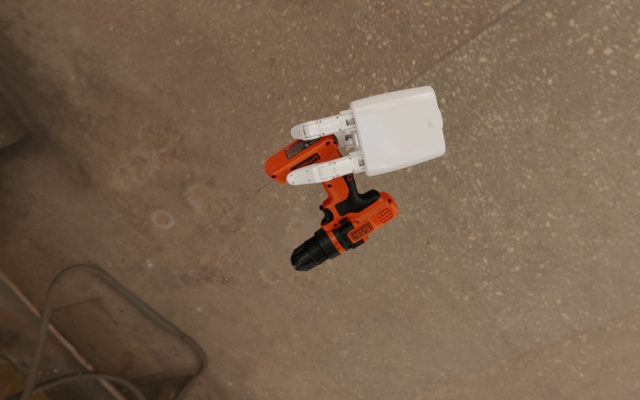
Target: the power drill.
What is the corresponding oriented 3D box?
[{"bbox_3d":[0.000,0.002,0.692,0.184,0.188,0.057,-34,32,3],"label":"power drill"}]
